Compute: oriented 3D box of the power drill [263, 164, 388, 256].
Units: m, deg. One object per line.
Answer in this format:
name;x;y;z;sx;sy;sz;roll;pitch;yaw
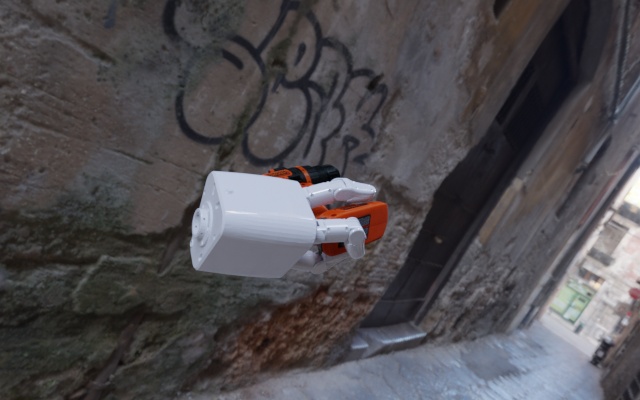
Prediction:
power drill;0.000;0.002;0.657;0.184;0.057;0.187;-17;30;-37
